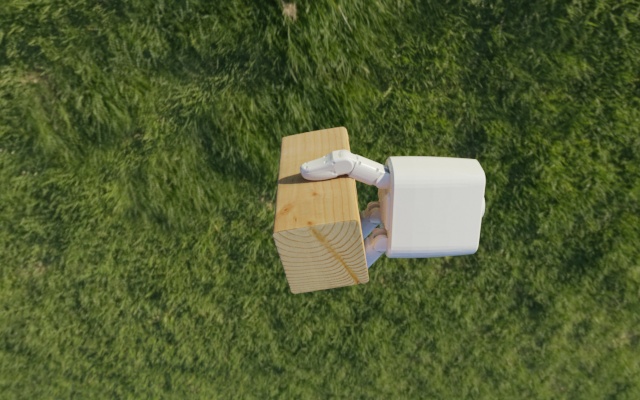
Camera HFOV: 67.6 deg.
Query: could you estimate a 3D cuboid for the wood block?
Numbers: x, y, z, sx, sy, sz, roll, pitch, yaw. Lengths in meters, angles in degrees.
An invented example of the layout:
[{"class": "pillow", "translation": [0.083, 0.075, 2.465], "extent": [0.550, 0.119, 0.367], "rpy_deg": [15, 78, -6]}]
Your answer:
[{"class": "wood block", "translation": [0.000, 0.002, 0.582], "extent": [0.090, 0.091, 0.206], "rpy_deg": [-9, 35, 5]}]
